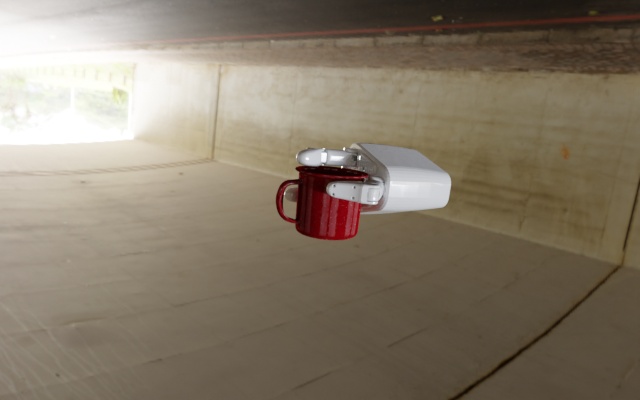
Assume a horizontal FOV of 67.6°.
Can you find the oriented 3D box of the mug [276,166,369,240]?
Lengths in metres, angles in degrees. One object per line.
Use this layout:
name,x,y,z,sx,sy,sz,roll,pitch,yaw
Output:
mug,-0.001,0.002,0.602,0.117,0.081,0.093,0,12,-26
